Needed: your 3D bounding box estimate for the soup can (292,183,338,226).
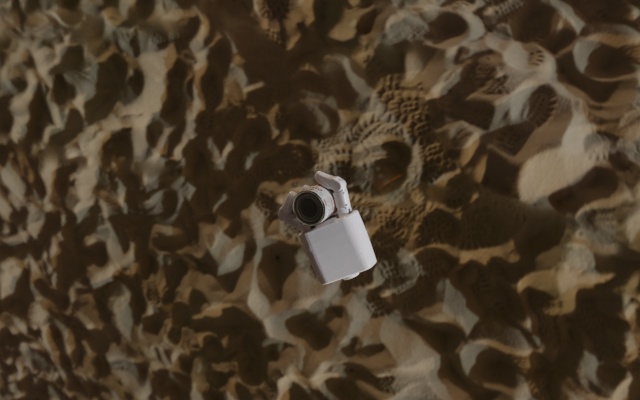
[{"bbox_3d":[0.000,0.002,0.890,0.068,0.068,0.102,0,14,28],"label":"soup can"}]
